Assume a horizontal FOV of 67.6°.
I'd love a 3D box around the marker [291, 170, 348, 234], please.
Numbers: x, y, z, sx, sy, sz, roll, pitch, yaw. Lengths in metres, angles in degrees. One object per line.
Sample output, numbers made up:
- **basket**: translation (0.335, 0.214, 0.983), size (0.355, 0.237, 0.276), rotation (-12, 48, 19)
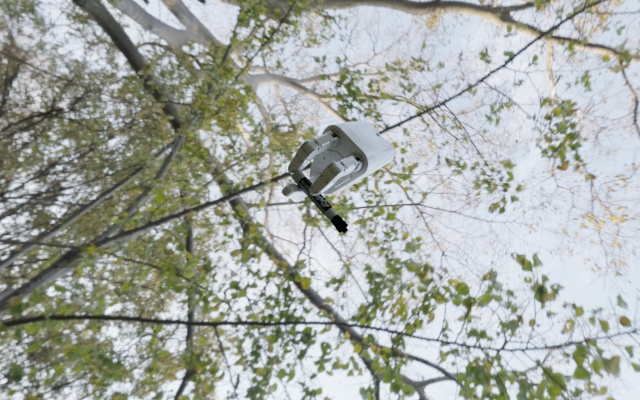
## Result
- **marker**: translation (0.000, 0.002, 0.726), size (0.020, 0.121, 0.020), rotation (-38, -14, -12)
